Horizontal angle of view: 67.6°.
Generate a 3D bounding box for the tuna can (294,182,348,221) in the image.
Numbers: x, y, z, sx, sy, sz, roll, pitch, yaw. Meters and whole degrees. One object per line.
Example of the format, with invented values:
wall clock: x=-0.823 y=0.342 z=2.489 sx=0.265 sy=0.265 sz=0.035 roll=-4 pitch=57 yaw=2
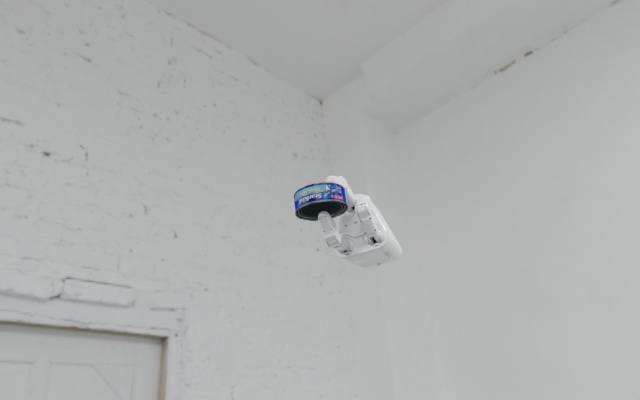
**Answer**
tuna can: x=0.000 y=0.002 z=0.767 sx=0.086 sy=0.033 sz=0.086 roll=-7 pitch=-21 yaw=-3
